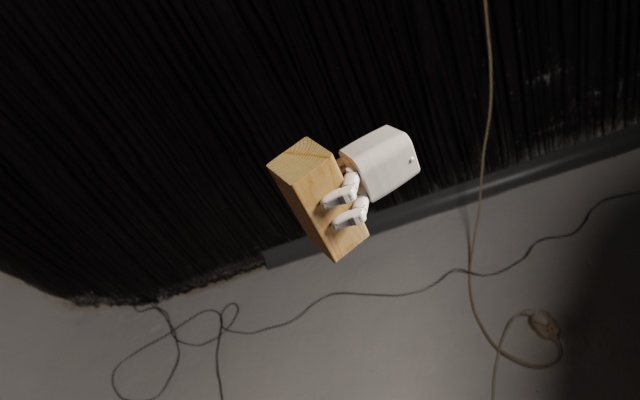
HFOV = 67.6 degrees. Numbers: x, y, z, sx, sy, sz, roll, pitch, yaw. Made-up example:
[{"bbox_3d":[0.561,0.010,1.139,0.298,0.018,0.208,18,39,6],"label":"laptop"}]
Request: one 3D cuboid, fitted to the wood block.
[{"bbox_3d":[0.000,0.002,0.852,0.090,0.206,0.090,-38,41,-12],"label":"wood block"}]
